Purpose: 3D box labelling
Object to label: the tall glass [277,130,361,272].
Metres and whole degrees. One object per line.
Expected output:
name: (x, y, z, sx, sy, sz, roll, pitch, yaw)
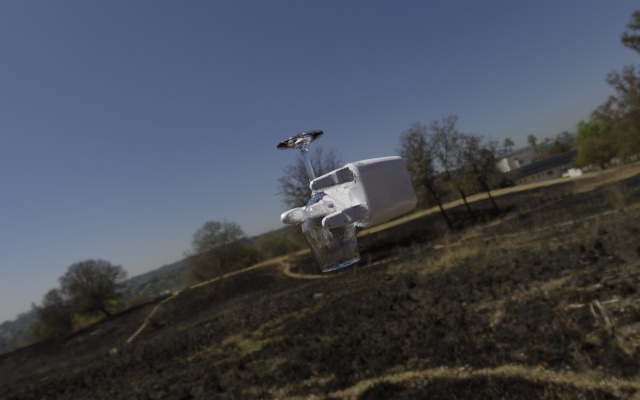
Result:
tall glass: (0.000, 0.002, 0.713, 0.079, 0.201, 0.079, -18, -4, -1)
